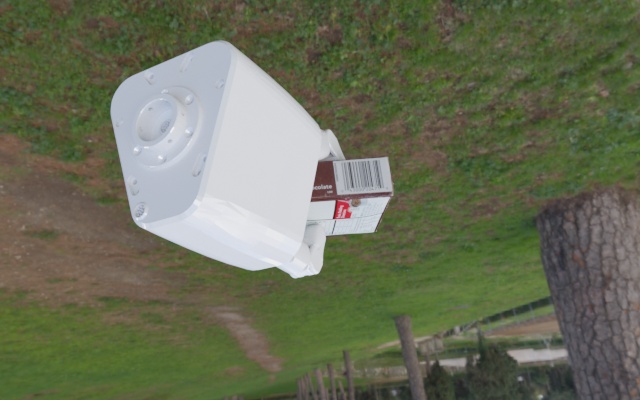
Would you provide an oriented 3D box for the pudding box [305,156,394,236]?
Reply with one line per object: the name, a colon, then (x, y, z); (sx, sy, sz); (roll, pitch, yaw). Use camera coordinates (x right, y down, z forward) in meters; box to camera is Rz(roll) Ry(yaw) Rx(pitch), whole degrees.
pudding box: (0.000, 0.002, 0.417); (0.113, 0.039, 0.090); (-3, -23, -5)
